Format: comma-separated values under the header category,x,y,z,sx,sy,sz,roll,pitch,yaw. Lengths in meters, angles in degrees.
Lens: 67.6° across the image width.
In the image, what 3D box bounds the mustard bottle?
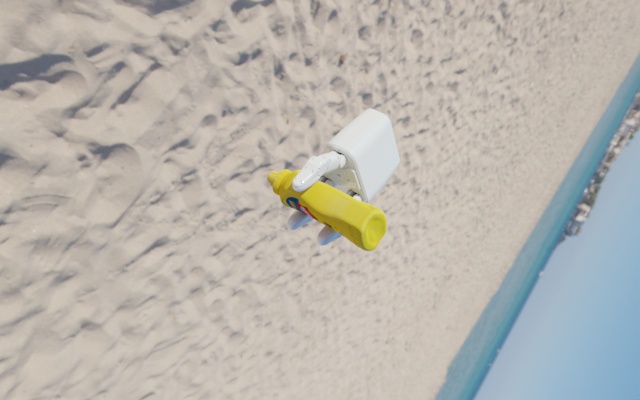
category,x,y,z,sx,sy,sz,roll,pitch,yaw
mustard bottle,0.000,0.003,0.690,0.191,0.058,0.096,28,-8,26
